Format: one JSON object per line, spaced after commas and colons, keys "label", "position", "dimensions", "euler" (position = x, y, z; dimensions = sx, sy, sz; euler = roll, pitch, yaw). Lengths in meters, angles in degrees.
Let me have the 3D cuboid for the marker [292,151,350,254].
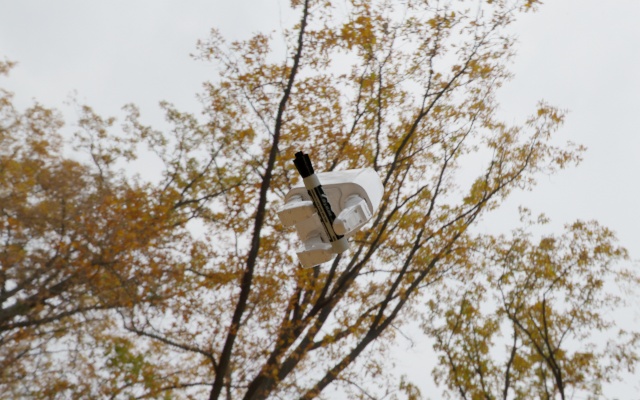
{"label": "marker", "position": [0.000, 0.002, 0.527], "dimensions": [0.020, 0.121, 0.020], "euler": [-24, 9, 4]}
